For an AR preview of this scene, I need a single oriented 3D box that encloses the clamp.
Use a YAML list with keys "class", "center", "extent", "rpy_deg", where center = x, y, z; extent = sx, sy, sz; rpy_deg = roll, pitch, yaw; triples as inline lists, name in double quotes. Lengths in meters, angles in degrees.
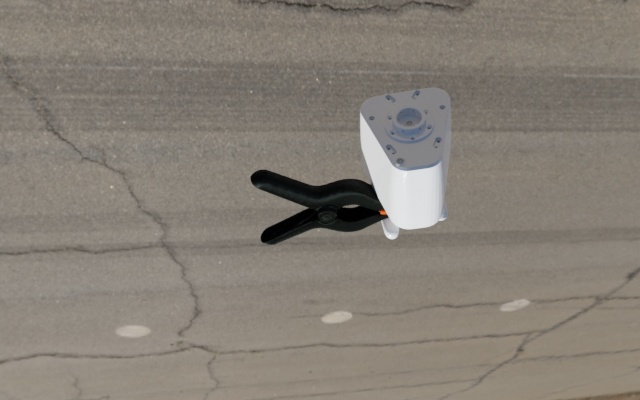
- class: "clamp"
  center: [0.000, 0.002, 0.561]
  extent: [0.171, 0.039, 0.120]
  rpy_deg: [-10, -37, 4]
